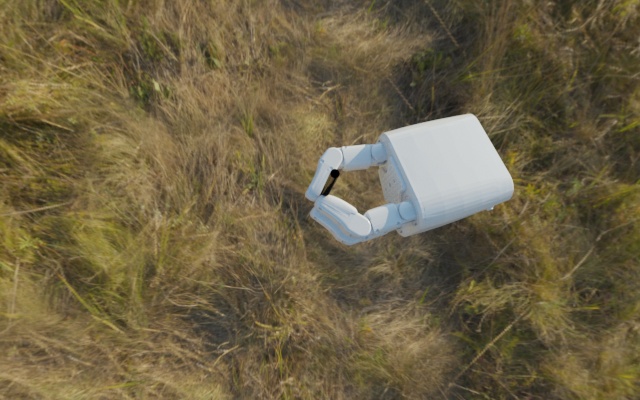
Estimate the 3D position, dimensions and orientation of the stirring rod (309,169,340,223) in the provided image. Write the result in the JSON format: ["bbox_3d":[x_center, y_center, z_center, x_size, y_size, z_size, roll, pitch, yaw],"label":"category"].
[{"bbox_3d":[0.000,0.002,0.511,0.011,0.011,0.239,0,-11,-6],"label":"stirring rod"}]
